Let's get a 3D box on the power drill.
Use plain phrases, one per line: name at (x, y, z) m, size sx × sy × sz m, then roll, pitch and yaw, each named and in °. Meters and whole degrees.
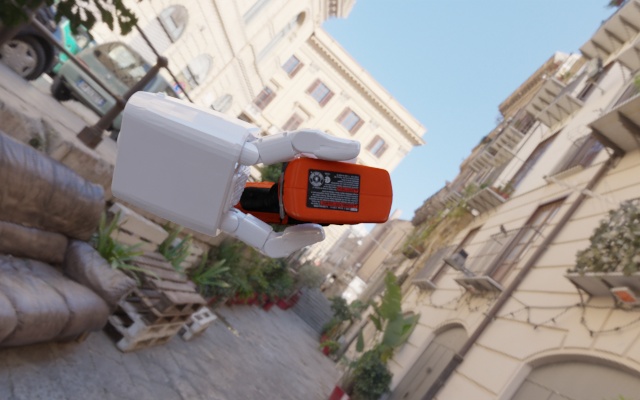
power drill at (0.000, 0.002, 0.514) m, size 0.184 × 0.057 × 0.187 m, roll 3°, pitch -7°, yaw -21°
